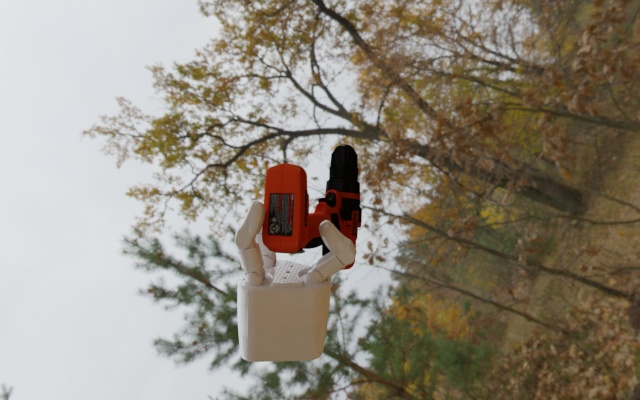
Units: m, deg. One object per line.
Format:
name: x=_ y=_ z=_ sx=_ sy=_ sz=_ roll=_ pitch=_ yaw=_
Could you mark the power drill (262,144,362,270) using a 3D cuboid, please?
power drill: x=0.000 y=0.002 z=0.638 sx=0.057 sy=0.184 sz=0.188 roll=-2 pitch=-7 yaw=30
